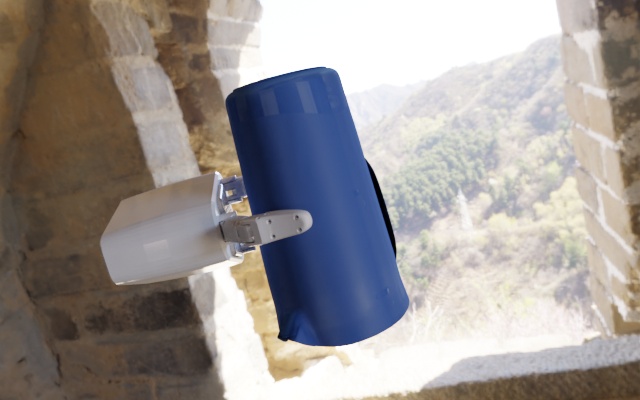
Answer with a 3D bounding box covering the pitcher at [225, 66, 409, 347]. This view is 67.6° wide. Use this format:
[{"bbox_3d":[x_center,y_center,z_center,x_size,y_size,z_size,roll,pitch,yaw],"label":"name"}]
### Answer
[{"bbox_3d":[0.000,0.002,0.464,0.145,0.243,0.149,-15,10,-1],"label":"pitcher"}]
